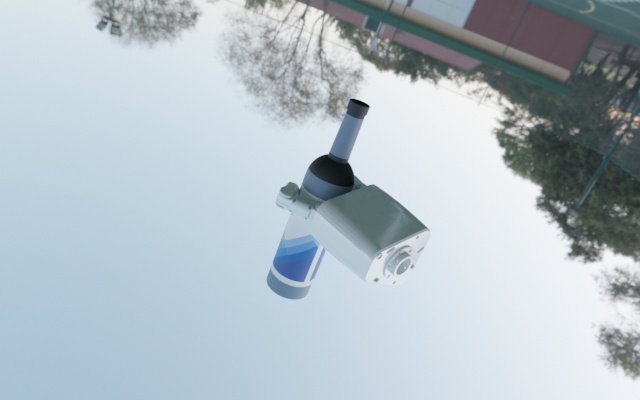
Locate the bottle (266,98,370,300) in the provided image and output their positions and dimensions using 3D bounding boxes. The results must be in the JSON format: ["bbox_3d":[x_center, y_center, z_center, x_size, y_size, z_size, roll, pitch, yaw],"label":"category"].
[{"bbox_3d":[0.000,0.002,0.658,0.069,0.296,0.069,18,24,-8],"label":"bottle"}]
